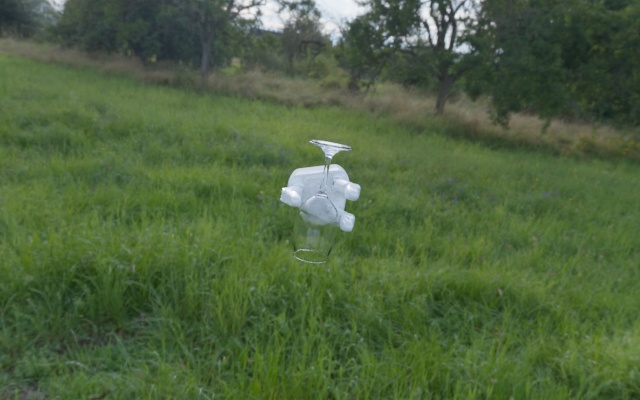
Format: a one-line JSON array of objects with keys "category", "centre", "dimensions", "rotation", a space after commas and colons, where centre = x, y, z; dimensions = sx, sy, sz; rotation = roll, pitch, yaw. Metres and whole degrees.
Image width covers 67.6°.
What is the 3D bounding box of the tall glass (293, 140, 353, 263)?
[{"category": "tall glass", "centre": [0.000, 0.002, 0.816], "dimensions": [0.079, 0.201, 0.079], "rotation": [10, 13, -2]}]
